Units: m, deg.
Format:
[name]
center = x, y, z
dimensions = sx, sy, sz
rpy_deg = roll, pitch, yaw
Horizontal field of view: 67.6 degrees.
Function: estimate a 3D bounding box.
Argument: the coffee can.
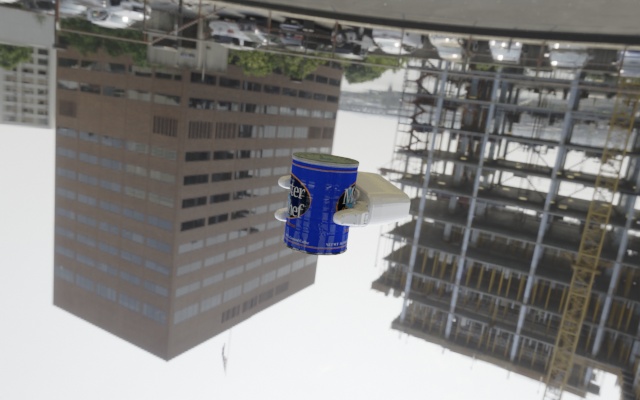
[coffee can]
center = 0.000, 0.002, 0.738
dimensions = 0.103, 0.140, 0.102
rpy_deg = 7, 12, -1
